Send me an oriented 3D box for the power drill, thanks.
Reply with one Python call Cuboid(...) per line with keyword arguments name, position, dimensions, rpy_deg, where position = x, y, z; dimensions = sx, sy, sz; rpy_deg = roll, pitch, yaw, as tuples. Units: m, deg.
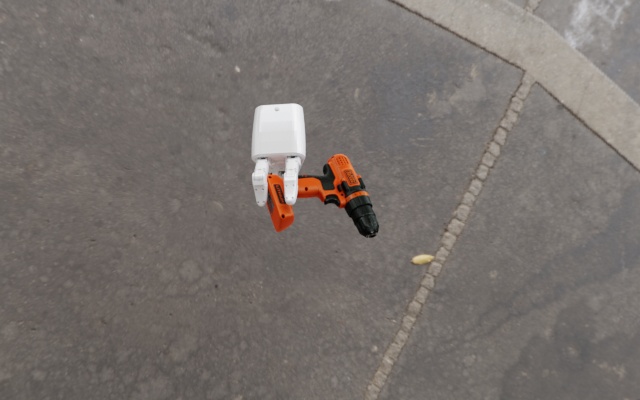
Cuboid(name="power drill", position=(0.000, 0.003, 0.878), dimensions=(0.187, 0.184, 0.057), rpy_deg=(-10, -34, -23))
